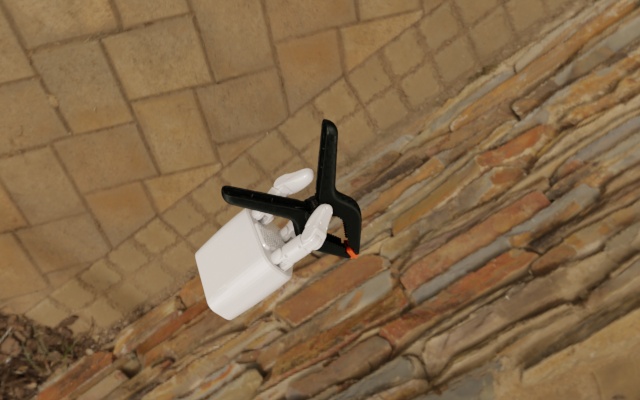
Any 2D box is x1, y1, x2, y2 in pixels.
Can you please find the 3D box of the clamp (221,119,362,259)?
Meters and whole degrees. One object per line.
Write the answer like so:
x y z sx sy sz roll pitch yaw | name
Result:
0.000 0.003 0.625 0.210 0.164 0.036 43 17 -33 | clamp
